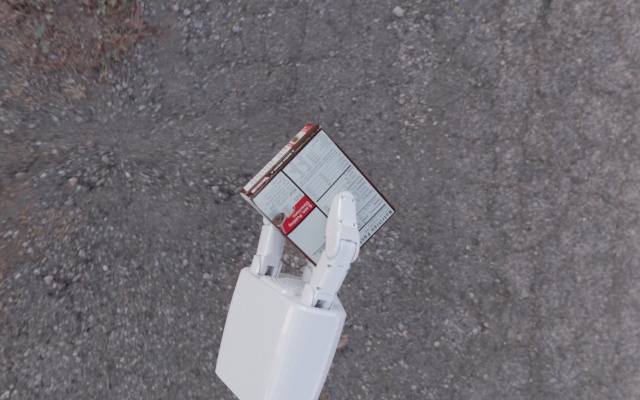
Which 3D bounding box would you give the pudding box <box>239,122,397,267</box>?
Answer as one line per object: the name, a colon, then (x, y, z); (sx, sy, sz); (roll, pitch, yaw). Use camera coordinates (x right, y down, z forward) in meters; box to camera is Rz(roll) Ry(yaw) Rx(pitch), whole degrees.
pudding box: (0.000, 0.001, 0.427); (0.113, 0.090, 0.039); (47, -7, -24)
